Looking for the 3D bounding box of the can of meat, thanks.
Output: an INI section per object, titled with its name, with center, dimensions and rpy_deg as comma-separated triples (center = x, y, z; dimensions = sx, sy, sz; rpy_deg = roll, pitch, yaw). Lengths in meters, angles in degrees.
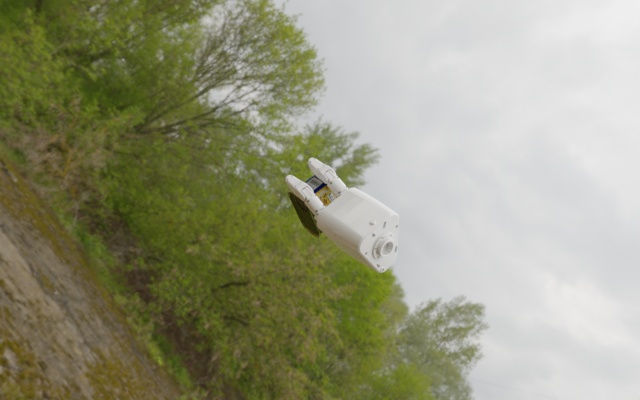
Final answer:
[can of meat]
center = 0.000, 0.003, 0.881
dimensions = 0.084, 0.102, 0.057
rpy_deg = -38, 39, -19
